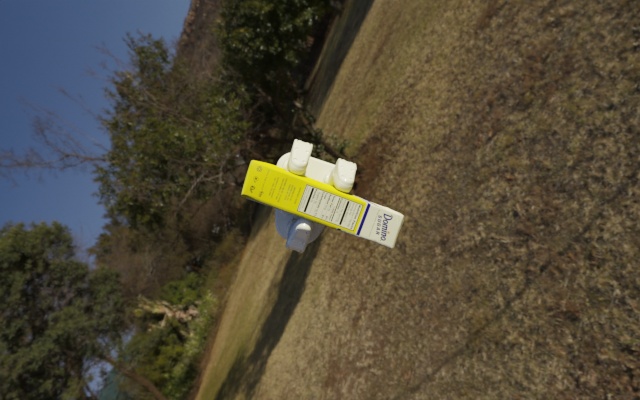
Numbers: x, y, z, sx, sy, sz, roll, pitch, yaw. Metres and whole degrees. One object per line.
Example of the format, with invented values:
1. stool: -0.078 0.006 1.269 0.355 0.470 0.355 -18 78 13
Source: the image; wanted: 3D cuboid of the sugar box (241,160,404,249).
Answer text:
1. sugar box: 0.000 0.001 0.551 0.176 0.048 0.093 17 4 -6
